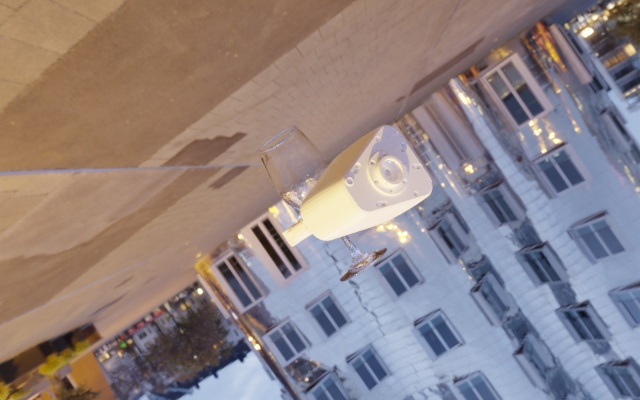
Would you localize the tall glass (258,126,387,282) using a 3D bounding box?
[{"bbox_3d":[0.000,0.003,0.622,0.079,0.201,0.079,-35,0,0],"label":"tall glass"}]
